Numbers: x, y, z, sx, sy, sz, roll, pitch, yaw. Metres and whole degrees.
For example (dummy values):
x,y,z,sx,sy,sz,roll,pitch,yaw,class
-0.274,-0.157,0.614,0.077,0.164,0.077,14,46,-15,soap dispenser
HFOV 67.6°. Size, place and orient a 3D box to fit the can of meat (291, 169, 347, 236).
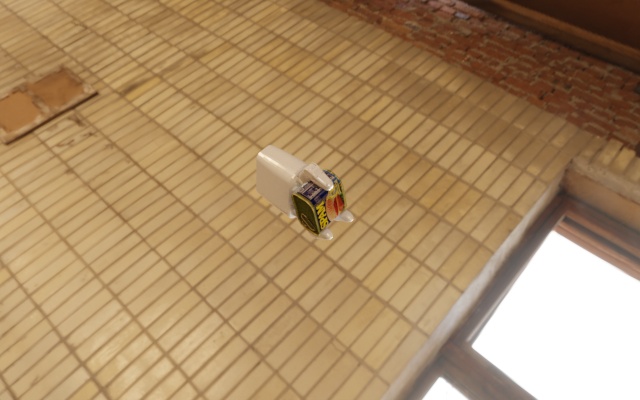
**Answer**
x,y,z,sx,sy,sz,roll,pitch,yaw,class
0.000,0.003,0.893,0.057,0.102,0.084,32,62,32,can of meat
